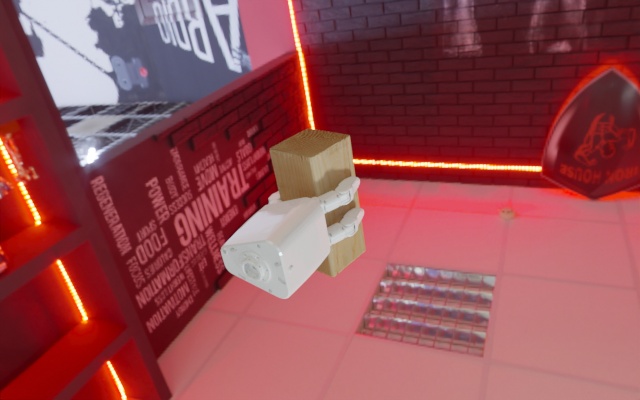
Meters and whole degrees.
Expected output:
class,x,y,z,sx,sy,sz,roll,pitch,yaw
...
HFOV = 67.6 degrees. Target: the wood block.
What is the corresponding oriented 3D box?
class,x,y,z,sx,sy,sz,roll,pitch,yaw
wood block,0.000,0.003,0.751,0.091,0.206,0.090,16,38,40
